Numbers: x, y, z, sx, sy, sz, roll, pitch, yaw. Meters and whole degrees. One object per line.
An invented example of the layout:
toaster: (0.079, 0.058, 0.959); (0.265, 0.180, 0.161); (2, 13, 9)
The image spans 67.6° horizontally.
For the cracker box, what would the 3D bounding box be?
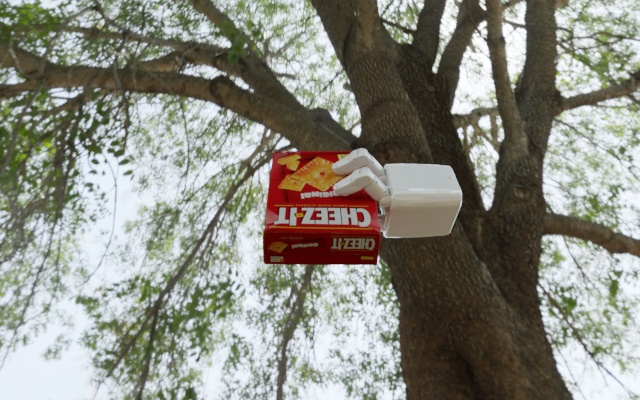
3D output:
cracker box: (0.000, 0.002, 0.744); (0.164, 0.072, 0.213); (0, 37, -1)
